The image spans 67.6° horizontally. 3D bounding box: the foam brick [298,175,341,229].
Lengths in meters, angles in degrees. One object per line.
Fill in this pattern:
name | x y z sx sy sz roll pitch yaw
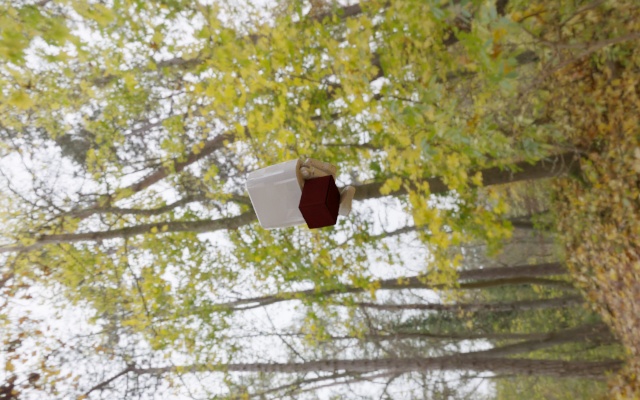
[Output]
foam brick | 0.000 0.003 0.816 0.051 0.053 0.078 -11 37 18
